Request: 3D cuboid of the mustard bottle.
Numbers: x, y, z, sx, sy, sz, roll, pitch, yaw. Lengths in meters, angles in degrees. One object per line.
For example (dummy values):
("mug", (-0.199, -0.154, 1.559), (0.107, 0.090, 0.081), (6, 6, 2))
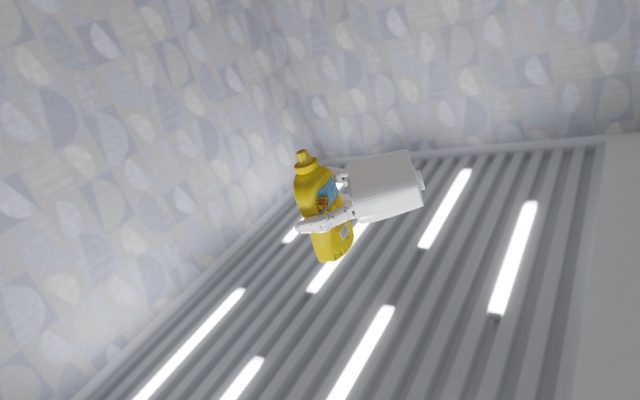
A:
("mustard bottle", (0.000, 0.003, 0.804), (0.058, 0.192, 0.096), (-4, 29, 32))
